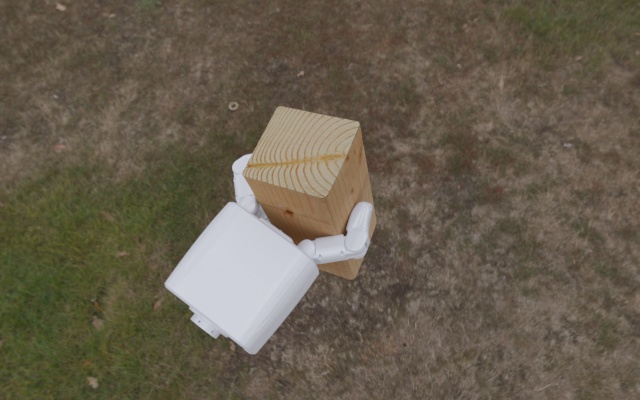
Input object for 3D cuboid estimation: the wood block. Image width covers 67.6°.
[{"bbox_3d":[0.000,0.002,0.536,0.091,0.090,0.206,16,-25,19],"label":"wood block"}]
